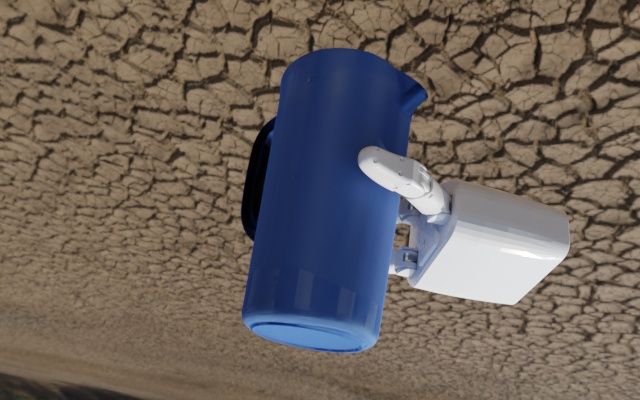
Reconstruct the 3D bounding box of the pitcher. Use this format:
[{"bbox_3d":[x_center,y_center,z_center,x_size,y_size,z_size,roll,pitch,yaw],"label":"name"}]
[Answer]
[{"bbox_3d":[0.000,0.001,0.425,0.145,0.242,0.149,14,-26,-8],"label":"pitcher"}]
